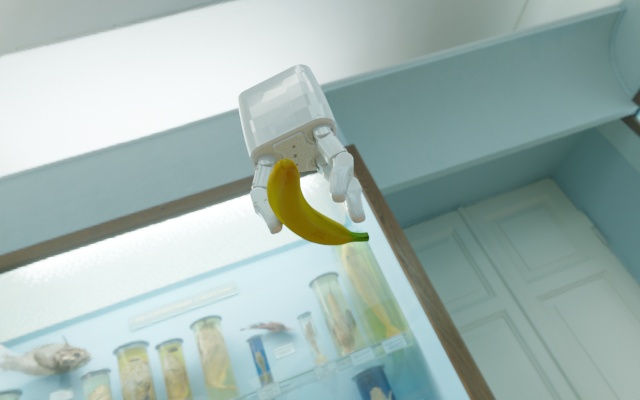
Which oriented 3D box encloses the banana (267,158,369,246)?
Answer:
[{"bbox_3d":[-0.015,0.010,0.528,0.069,0.037,0.198,-25,-33,18],"label":"banana"}]
